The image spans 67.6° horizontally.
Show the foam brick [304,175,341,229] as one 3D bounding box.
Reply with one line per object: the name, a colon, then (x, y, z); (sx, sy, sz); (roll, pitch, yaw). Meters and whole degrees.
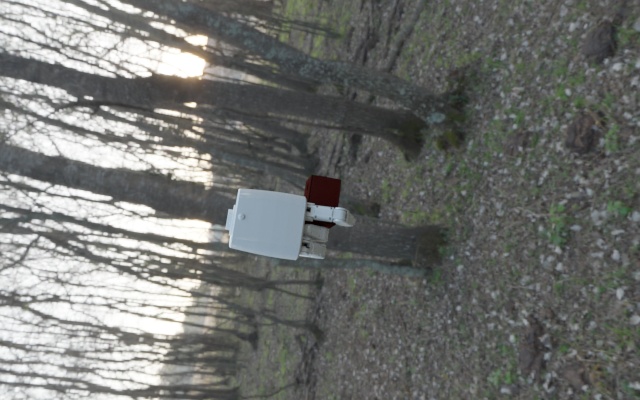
foam brick: (0.000, 0.002, 0.785); (0.051, 0.078, 0.053); (10, -12, -9)
